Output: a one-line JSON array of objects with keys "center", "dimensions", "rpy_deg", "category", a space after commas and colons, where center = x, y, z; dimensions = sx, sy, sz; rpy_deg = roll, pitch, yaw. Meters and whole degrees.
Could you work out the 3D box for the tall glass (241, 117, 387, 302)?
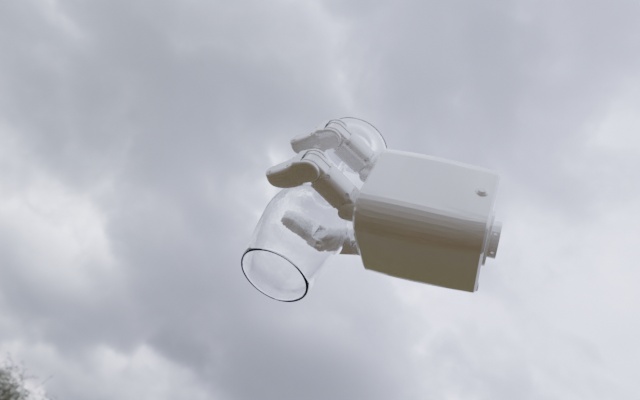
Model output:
[{"center": [0.000, 0.001, 0.457], "dimensions": [0.079, 0.079, 0.201], "rpy_deg": [0, 38, 30], "category": "tall glass"}]
